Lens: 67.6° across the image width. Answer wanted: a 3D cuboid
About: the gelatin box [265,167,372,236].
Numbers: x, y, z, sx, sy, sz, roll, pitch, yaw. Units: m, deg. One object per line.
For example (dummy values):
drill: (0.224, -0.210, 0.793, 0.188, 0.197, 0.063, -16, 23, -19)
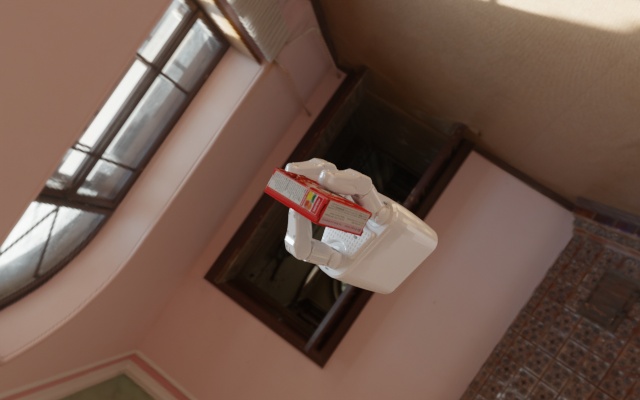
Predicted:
gelatin box: (0.000, 0.002, 0.477, 0.073, 0.030, 0.089, 31, 8, 34)
